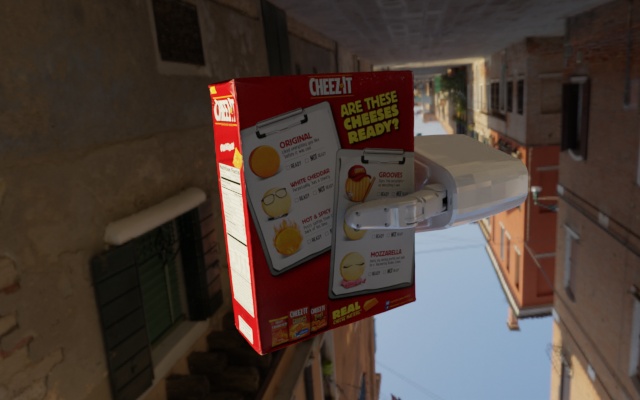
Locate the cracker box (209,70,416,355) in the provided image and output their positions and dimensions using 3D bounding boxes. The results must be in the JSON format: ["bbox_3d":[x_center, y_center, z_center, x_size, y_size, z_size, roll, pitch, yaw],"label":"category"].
[{"bbox_3d":[0.000,0.002,0.415,0.164,0.214,0.072,-11,14,-29],"label":"cracker box"}]
